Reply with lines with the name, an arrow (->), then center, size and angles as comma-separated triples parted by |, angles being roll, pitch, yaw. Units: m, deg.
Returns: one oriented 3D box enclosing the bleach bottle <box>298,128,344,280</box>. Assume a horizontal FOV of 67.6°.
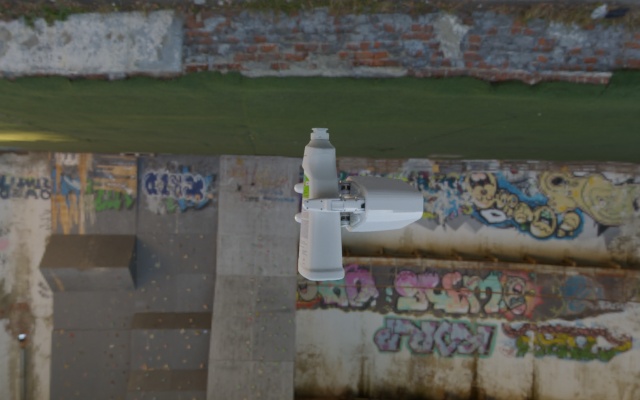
bleach bottle -> 0.000, 0.003, 0.813 | 0.068, 0.251, 0.102 | 0, 2, -17
